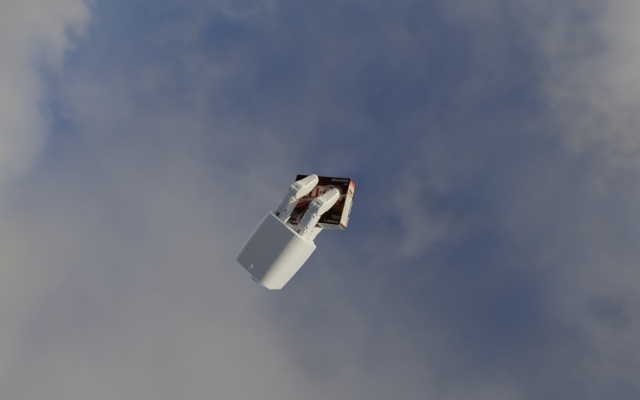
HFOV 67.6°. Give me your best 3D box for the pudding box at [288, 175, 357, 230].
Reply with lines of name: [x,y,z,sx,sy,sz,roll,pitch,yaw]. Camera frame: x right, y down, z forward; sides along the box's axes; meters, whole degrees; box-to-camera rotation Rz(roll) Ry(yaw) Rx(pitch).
pudding box: [0.000,0.003,0.861,0.113,0.090,0.039,6,-19,24]
